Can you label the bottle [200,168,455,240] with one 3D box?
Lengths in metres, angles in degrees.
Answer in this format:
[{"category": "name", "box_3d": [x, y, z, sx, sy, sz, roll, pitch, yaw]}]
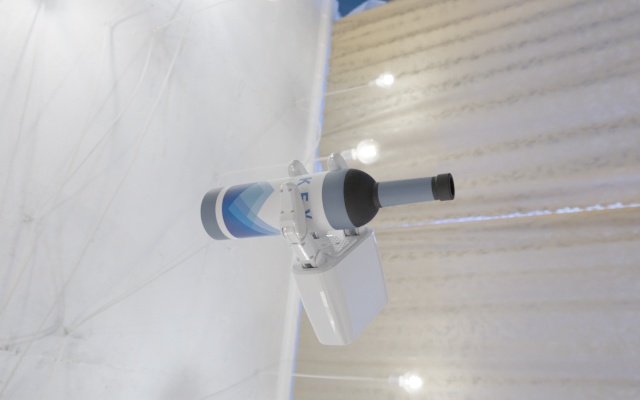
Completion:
[{"category": "bottle", "box_3d": [0.000, 0.002, 0.539, 0.296, 0.069, 0.069, -7, -3, 27]}]
